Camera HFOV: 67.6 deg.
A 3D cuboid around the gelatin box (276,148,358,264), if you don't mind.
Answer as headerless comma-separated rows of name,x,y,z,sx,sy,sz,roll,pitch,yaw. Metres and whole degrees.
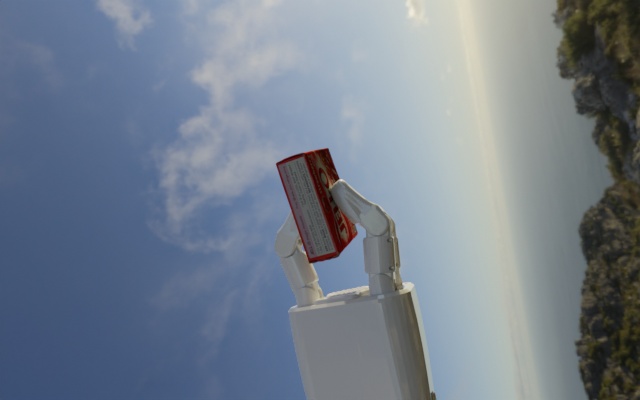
gelatin box,0.000,0.001,0.413,0.030,0.089,0.073,-18,4,19
